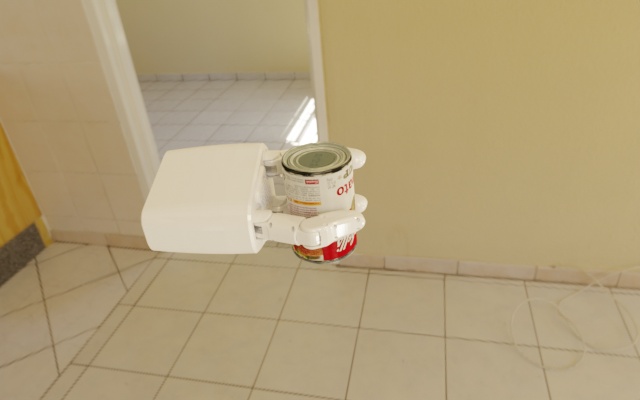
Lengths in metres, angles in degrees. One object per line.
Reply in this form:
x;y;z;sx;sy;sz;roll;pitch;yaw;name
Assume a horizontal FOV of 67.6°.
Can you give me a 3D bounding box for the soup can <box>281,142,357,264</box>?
0.001;0.001;0.468;0.068;0.102;0.068;-4;31;2;soup can
